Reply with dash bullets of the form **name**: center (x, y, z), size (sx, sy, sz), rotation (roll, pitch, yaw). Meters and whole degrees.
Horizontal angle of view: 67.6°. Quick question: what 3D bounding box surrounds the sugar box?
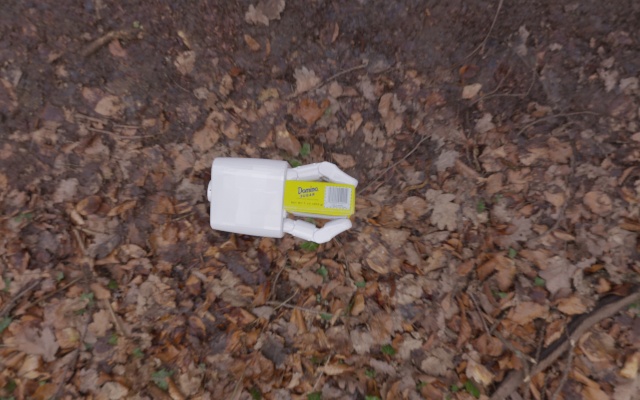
- **sugar box**: center (0.000, 0.002, 0.696), size (0.093, 0.048, 0.176), rotation (5, -2, 1)
